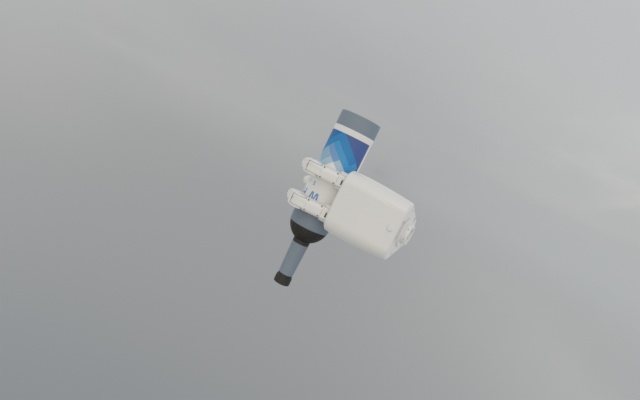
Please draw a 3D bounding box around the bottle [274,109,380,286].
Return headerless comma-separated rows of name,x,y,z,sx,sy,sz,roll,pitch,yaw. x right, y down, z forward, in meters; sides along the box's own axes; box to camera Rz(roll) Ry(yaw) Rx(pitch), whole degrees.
bottle,0.000,0.002,0.764,0.069,0.296,0.069,26,6,-3
